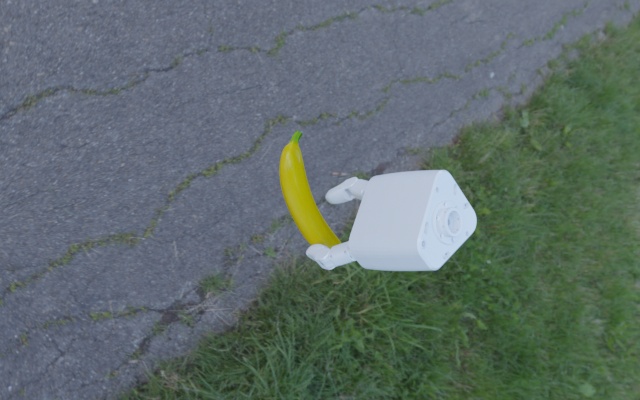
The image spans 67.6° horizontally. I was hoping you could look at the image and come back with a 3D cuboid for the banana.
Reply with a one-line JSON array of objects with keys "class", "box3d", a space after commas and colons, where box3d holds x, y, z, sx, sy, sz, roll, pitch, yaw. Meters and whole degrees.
[{"class": "banana", "box3d": [-0.014, 0.006, 0.653, 0.069, 0.198, 0.037, -27, 13, -37]}]
